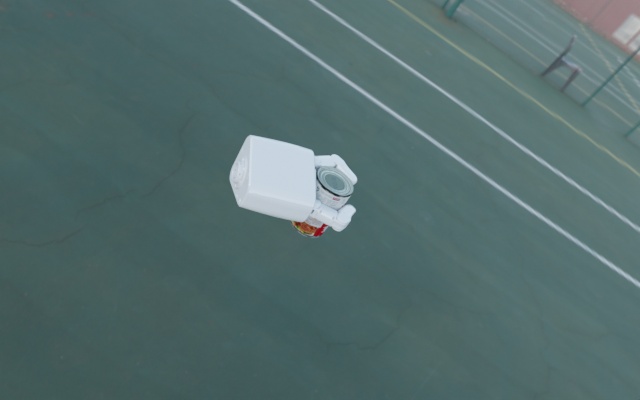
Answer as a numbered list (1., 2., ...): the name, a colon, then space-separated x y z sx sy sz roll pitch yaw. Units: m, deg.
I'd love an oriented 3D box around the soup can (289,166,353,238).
1. soup can: 0.001 0.003 0.771 0.068 0.068 0.102 0 -42 -38
